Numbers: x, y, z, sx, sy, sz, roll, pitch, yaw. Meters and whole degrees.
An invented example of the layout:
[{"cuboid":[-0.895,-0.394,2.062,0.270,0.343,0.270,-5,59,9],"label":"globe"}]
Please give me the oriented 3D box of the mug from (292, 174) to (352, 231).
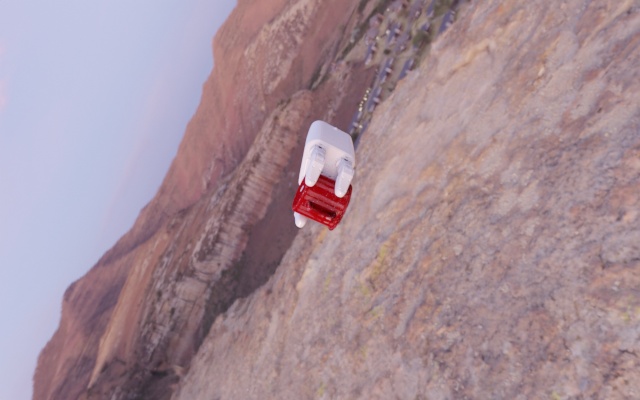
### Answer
[{"cuboid":[0.000,0.003,0.851,0.081,0.093,0.117,24,28,-11],"label":"mug"}]
